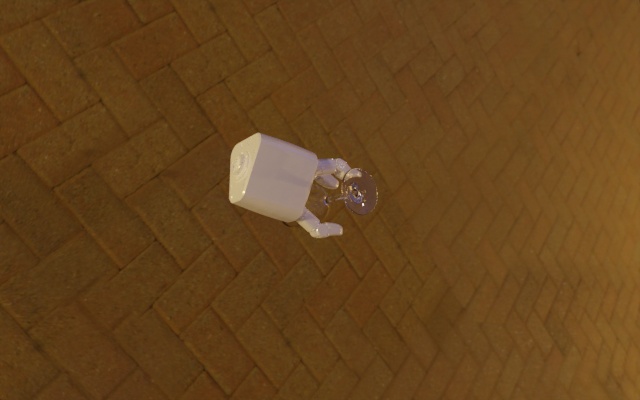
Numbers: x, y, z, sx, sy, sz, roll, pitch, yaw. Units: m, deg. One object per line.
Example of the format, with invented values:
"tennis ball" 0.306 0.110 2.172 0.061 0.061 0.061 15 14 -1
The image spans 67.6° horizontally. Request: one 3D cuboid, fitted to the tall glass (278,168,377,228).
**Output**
"tall glass" 0.001 0.003 0.812 0.079 0.079 0.201 0 -10 -38
